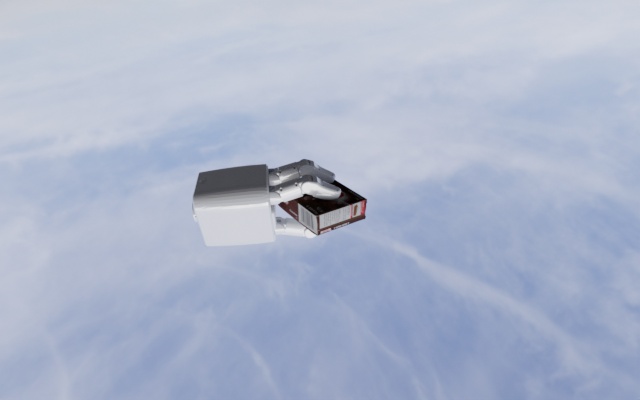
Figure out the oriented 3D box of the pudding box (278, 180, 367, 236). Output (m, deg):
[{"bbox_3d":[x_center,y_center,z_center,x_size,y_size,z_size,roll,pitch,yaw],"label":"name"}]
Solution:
[{"bbox_3d":[0.000,0.002,0.712,0.090,0.039,0.113,-18,35,-29],"label":"pudding box"}]
